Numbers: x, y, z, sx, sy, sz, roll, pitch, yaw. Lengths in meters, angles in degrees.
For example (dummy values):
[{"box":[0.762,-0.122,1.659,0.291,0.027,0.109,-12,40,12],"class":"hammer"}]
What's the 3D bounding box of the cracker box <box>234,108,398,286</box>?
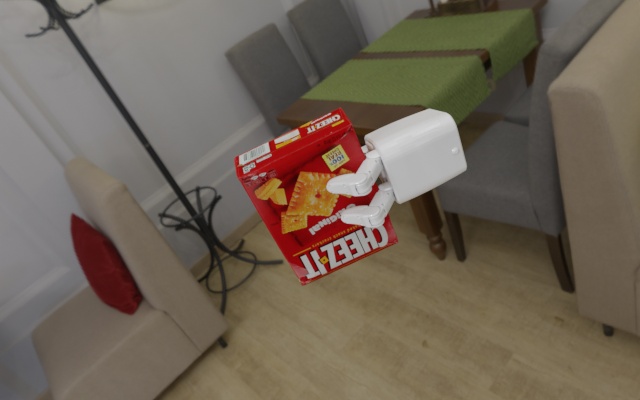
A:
[{"box":[0.000,0.002,0.679,0.164,0.214,0.072,-25,32,3],"class":"cracker box"}]
